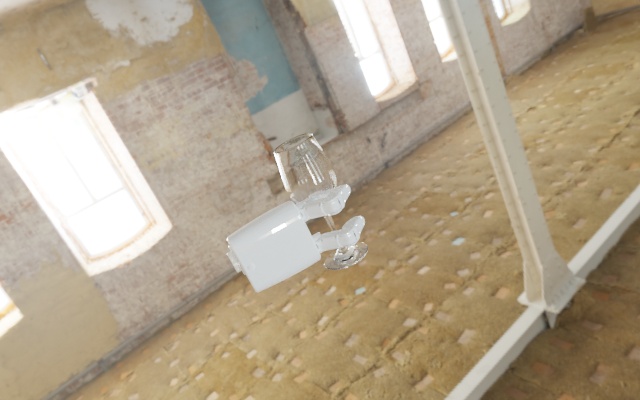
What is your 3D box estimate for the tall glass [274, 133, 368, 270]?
[{"bbox_3d":[0.000,0.003,0.716,0.079,0.201,0.079,-22,19,8],"label":"tall glass"}]
